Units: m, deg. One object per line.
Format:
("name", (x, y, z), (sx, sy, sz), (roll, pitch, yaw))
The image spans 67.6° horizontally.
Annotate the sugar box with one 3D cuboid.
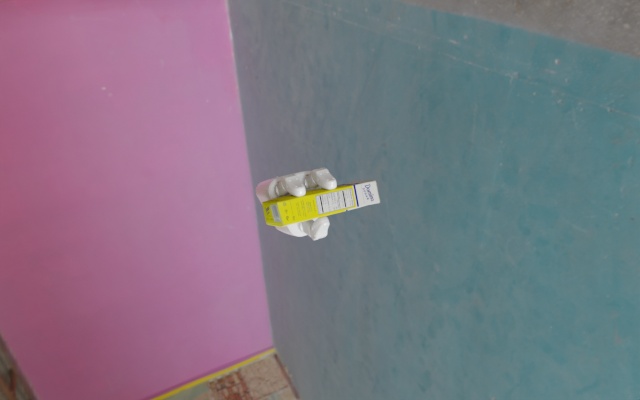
("sugar box", (0.000, 0.002, 0.800), (0.176, 0.048, 0.093), (-16, 6, -22))
